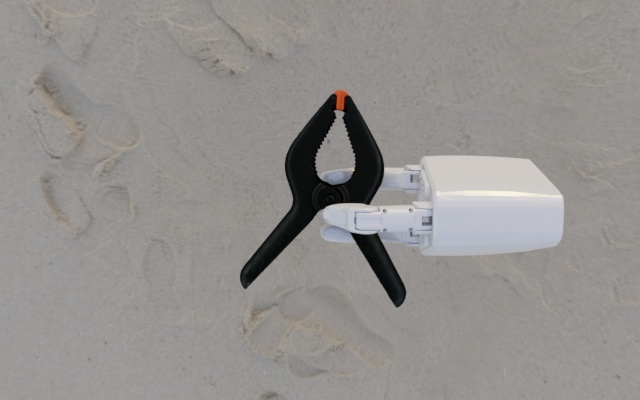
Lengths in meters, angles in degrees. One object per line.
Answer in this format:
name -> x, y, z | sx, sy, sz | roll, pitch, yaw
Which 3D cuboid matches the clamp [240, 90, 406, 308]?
clamp -> 0.000, 0.001, 0.461 | 0.164, 0.210, 0.036 | -1, 8, 3
